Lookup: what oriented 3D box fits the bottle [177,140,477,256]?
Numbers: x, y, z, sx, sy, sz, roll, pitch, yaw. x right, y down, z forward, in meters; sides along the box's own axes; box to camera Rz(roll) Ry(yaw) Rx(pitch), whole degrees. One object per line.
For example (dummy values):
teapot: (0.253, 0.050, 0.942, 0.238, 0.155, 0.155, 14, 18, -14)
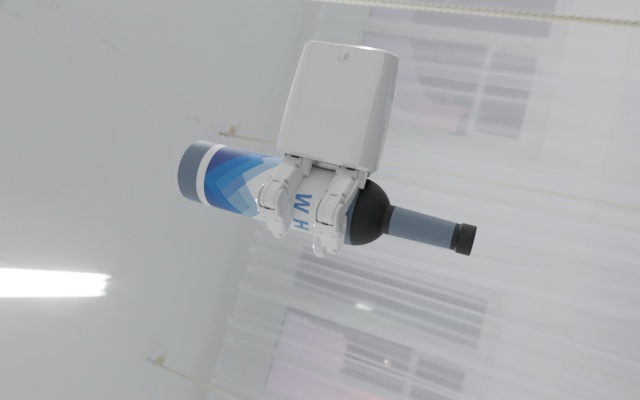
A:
bottle: (0.000, 0.002, 0.468, 0.295, 0.069, 0.069, 14, 5, 20)
